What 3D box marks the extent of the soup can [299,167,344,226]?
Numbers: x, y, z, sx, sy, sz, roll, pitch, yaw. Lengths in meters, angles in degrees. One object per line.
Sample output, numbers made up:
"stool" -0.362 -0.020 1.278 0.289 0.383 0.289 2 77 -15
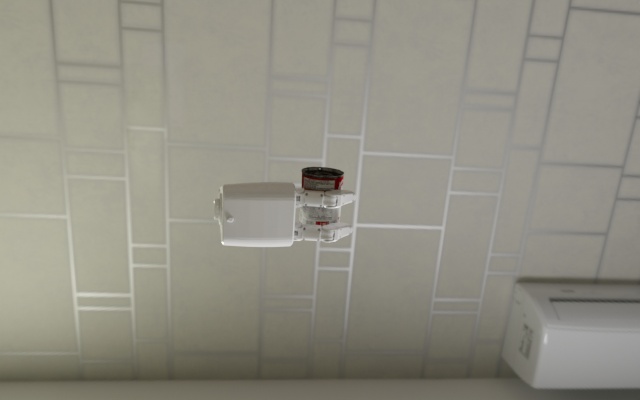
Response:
"soup can" 0.001 0.003 0.767 0.068 0.102 0.068 4 16 -1
